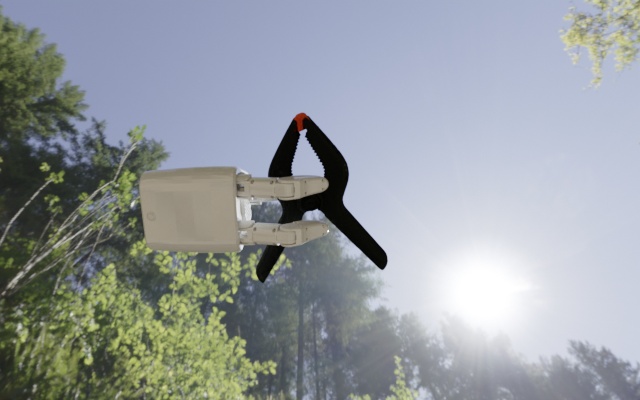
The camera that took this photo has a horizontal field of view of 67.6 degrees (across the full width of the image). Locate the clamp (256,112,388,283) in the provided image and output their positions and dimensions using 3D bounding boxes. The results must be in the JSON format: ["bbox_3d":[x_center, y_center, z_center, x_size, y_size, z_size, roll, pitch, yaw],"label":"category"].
[{"bbox_3d":[0.000,0.001,0.571,0.164,0.210,0.036,-1,17,1],"label":"clamp"}]
